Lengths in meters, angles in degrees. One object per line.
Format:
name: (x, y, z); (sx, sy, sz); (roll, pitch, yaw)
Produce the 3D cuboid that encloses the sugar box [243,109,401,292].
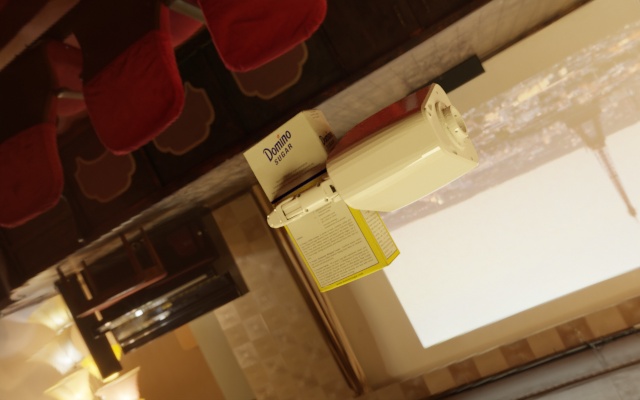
sugar box: (0.001, 0.002, 0.507); (0.093, 0.176, 0.048); (-29, -3, 32)
